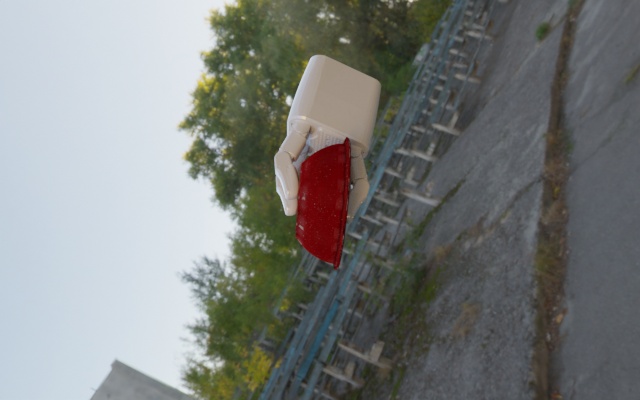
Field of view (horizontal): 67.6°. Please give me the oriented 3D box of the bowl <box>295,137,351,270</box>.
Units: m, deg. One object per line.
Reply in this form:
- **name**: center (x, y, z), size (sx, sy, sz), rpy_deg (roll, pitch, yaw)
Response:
- **bowl**: center (0.000, 0.003, 0.580), size (0.055, 0.162, 0.162), rpy_deg (5, 0, -3)
